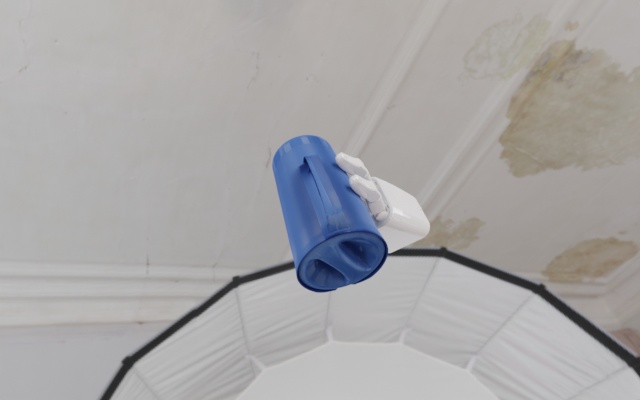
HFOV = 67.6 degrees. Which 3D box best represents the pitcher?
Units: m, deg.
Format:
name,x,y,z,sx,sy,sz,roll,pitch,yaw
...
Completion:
name,x,y,z,sx,sy,sz,roll,pitch,yaw
pitcher,0.000,0.002,0.729,0.145,0.242,0.149,19,-55,-36
